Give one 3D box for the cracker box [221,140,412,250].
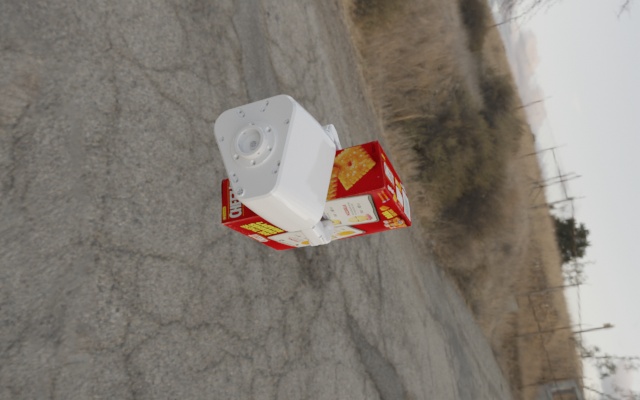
[{"bbox_3d":[0.000,0.002,0.645,0.214,0.072,0.164,-12,-22,18],"label":"cracker box"}]
